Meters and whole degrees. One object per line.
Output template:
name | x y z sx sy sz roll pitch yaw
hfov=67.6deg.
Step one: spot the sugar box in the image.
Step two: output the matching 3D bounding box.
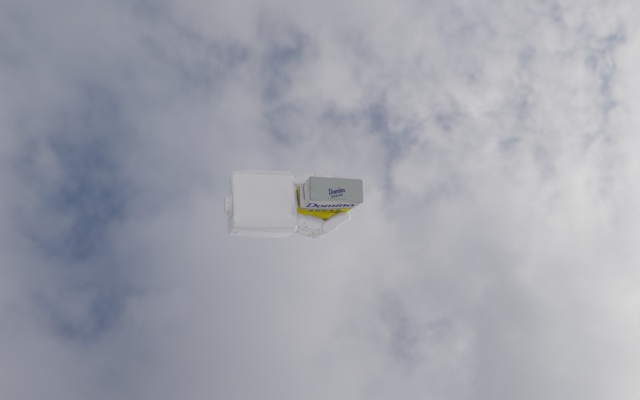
sugar box | 0.000 0.003 0.839 0.093 0.048 0.176 3 -12 -17
